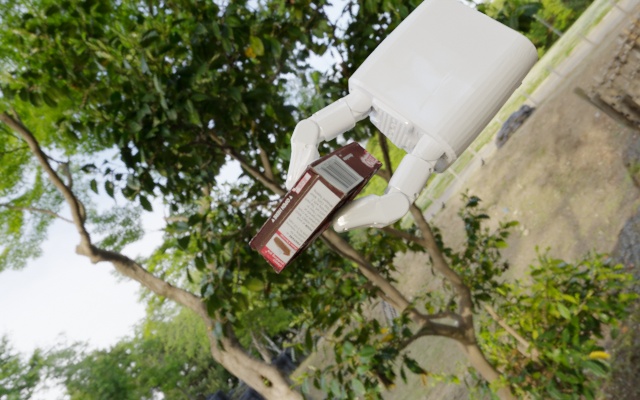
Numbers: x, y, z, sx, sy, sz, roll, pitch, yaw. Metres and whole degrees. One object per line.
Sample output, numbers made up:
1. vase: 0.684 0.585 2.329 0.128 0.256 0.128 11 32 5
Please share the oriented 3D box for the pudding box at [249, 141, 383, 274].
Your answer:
1. pudding box: 0.000 0.001 0.402 0.039 0.090 0.113 42 26 8
